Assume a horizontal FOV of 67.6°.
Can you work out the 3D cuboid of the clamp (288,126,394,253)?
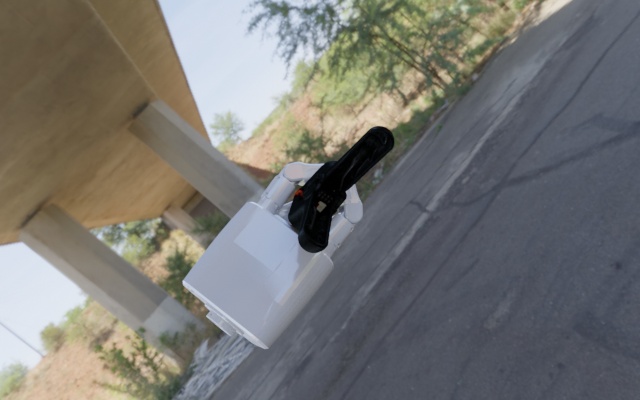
[{"bbox_3d":[0.000,0.001,0.447,0.039,0.120,0.171,41,-21,-6],"label":"clamp"}]
